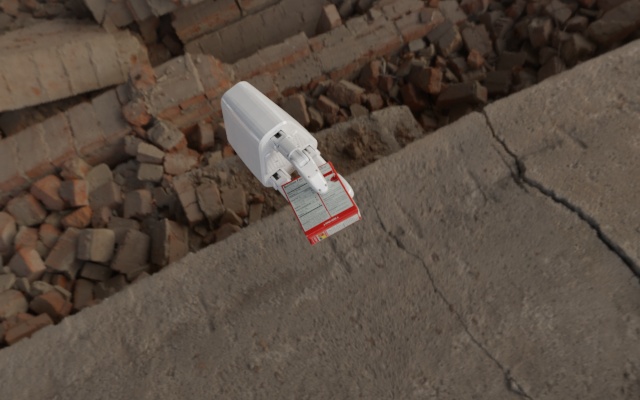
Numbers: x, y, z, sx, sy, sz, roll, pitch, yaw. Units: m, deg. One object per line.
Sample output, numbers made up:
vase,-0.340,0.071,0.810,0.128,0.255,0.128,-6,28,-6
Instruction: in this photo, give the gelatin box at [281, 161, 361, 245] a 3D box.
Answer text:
gelatin box,0.000,0.002,0.616,0.073,0.089,0.030,-28,-32,-1
